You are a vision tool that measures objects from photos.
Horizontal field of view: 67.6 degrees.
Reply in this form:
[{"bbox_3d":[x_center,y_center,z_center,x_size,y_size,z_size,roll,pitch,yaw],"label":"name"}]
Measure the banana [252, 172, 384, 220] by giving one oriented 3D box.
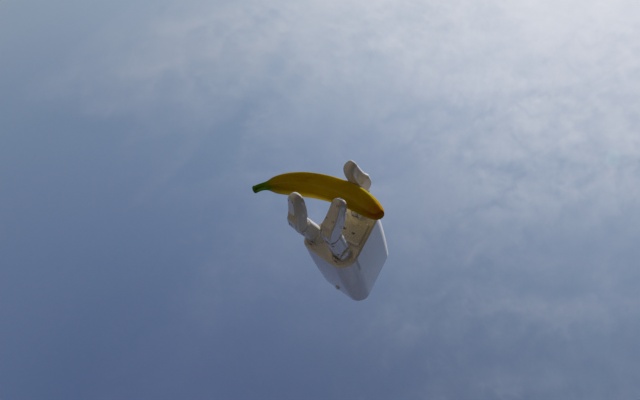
[{"bbox_3d":[0.004,-0.010,0.682,0.198,0.037,0.069,10,41,22],"label":"banana"}]
